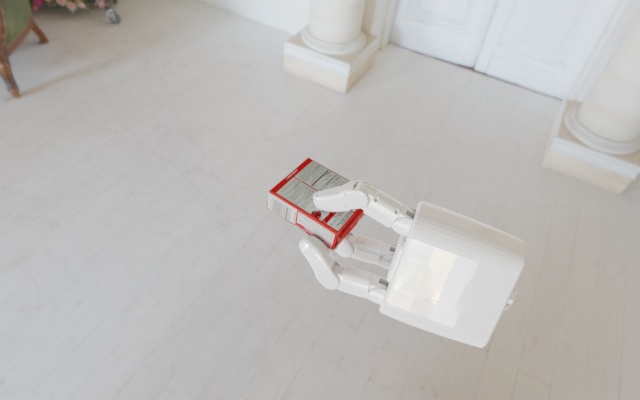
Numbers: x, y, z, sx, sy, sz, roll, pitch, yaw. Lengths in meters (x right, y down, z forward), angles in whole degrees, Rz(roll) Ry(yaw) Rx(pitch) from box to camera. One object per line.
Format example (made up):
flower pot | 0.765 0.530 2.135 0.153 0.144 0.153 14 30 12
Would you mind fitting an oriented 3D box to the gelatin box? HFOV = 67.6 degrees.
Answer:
gelatin box | 0.000 0.001 0.504 0.089 0.030 0.073 31 49 16
